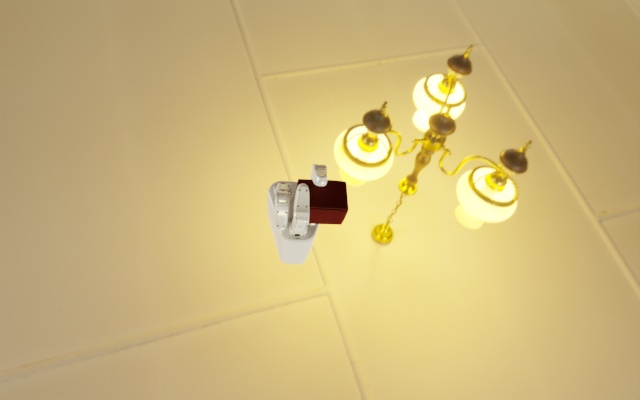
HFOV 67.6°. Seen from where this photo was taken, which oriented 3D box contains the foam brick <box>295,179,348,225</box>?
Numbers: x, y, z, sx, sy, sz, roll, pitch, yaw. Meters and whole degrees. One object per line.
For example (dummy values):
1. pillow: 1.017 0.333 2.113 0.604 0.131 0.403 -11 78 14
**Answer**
1. foam brick: 0.000 0.002 0.741 0.078 0.053 0.051 3 -30 -6
